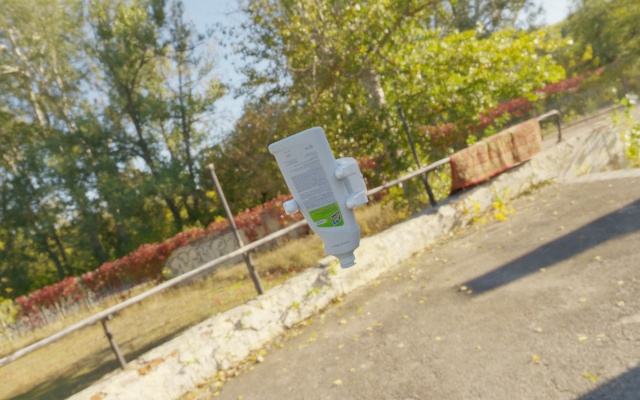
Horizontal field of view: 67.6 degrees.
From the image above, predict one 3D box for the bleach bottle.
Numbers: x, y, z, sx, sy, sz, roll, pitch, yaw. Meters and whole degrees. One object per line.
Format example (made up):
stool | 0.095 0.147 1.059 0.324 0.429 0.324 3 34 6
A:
bleach bottle | 0.000 0.003 0.849 0.102 0.251 0.068 -19 5 22
